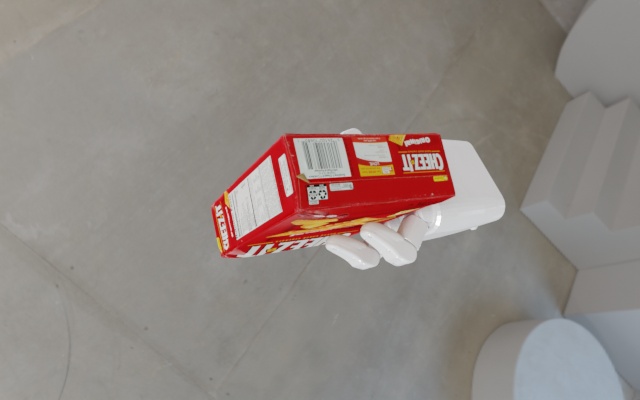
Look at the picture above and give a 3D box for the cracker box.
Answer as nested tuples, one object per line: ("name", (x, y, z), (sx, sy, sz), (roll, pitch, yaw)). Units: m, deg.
("cracker box", (0.000, 0.001, 0.486), (0.164, 0.072, 0.214), (-5, -13, -29))
